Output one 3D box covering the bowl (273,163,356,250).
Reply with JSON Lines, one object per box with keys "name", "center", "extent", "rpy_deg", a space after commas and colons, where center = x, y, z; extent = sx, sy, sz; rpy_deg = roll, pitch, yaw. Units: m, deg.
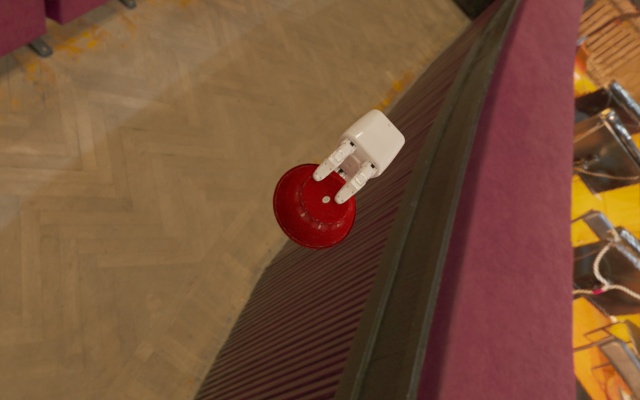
{"name": "bowl", "center": [0.000, 0.004, 0.842], "extent": [0.162, 0.162, 0.055], "rpy_deg": [0, -15, -22]}
